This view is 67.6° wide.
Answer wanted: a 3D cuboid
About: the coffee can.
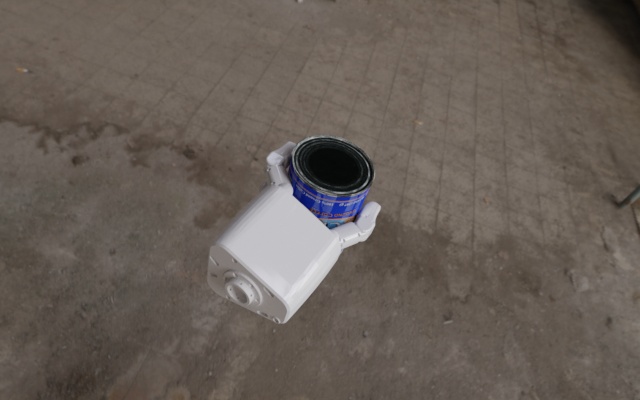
[{"bbox_3d":[0.000,0.002,0.614,0.103,0.102,0.140,0,-41,-17],"label":"coffee can"}]
